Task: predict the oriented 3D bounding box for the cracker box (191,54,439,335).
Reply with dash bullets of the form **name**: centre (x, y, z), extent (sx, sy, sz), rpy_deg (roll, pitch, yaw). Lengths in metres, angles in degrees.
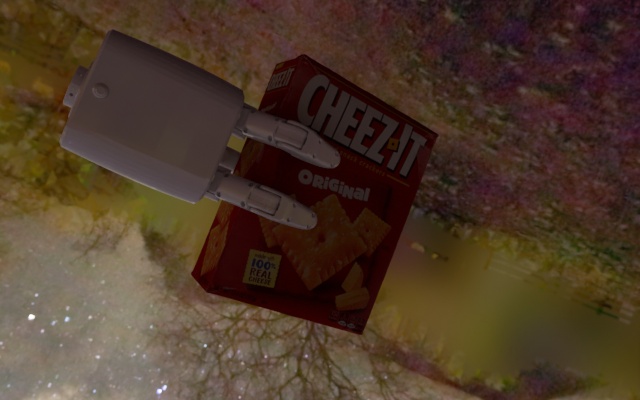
- **cracker box**: centre (0.000, 0.002, 0.447), extent (0.164, 0.213, 0.072), rpy_deg (24, -4, -27)
